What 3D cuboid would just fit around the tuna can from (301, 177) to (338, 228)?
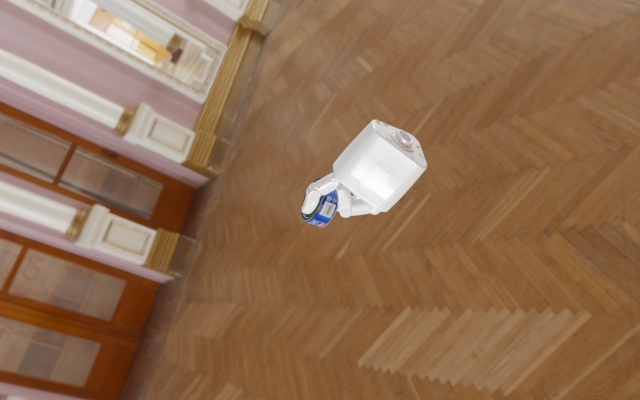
[{"bbox_3d":[0.000,0.003,0.854,0.034,0.086,0.086,22,-9,-24],"label":"tuna can"}]
